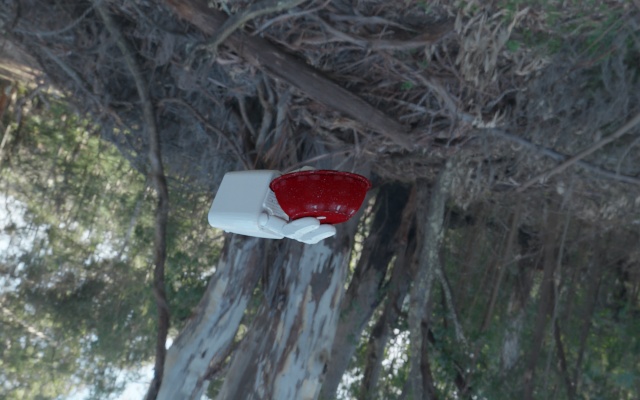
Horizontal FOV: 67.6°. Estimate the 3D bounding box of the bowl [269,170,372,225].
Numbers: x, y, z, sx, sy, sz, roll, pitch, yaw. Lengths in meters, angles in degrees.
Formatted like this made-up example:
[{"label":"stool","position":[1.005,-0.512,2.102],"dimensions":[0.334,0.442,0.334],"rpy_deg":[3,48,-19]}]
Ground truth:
[{"label":"bowl","position":[0.001,0.003,0.747],"dimensions":[0.162,0.055,0.162],"rpy_deg":[-1,-16,0]}]
